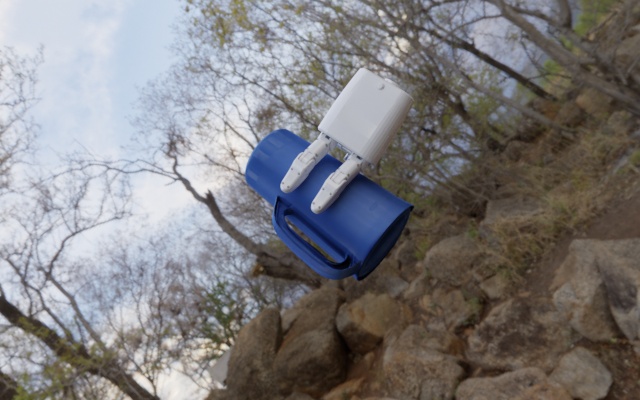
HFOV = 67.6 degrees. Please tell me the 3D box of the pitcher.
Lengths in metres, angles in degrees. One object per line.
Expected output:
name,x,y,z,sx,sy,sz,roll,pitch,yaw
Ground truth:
pitcher,0.000,0.002,0.705,0.242,0.145,0.149,36,6,19
